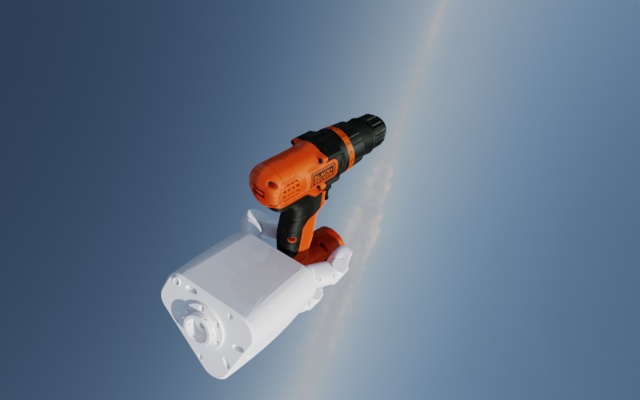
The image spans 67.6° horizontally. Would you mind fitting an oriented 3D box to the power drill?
[{"bbox_3d":[0.000,0.002,0.552,0.184,0.188,0.057,-29,50,-33],"label":"power drill"}]
